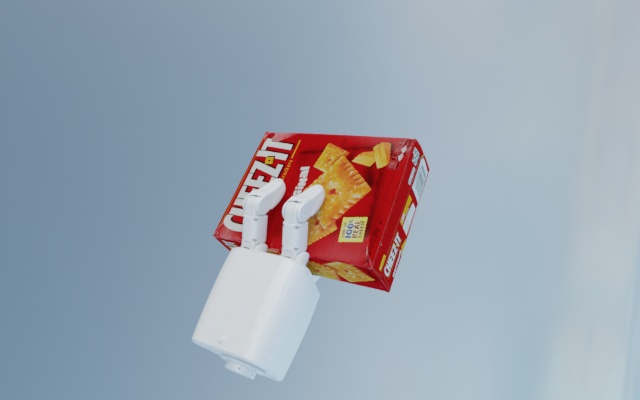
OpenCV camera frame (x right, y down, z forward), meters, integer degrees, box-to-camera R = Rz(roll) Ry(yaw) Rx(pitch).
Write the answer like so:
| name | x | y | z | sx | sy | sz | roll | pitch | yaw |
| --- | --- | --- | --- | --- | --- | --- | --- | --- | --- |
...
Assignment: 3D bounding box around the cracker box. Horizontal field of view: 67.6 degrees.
| name | x | y | z | sx | sy | sz | roll | pitch | yaw |
| --- | --- | --- | --- | --- | --- | --- | --- | --- | --- |
| cracker box | 0.000 | 0.002 | 0.563 | 0.213 | 0.164 | 0.072 | 8 | -28 | 31 |
